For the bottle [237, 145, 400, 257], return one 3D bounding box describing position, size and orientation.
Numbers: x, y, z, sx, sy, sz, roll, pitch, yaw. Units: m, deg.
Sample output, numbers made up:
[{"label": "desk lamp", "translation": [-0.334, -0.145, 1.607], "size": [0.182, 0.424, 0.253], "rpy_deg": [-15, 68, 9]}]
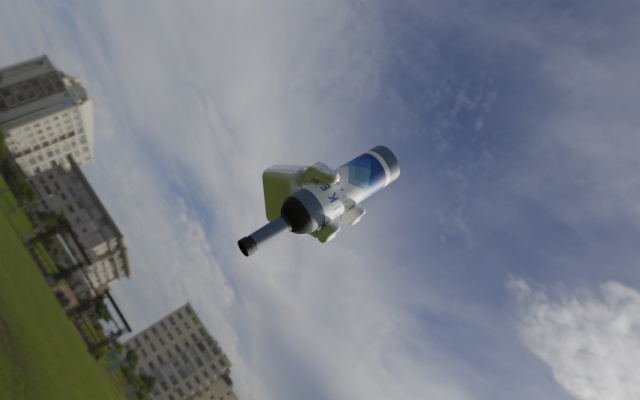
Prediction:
[{"label": "bottle", "translation": [0.000, 0.002, 0.751], "size": [0.295, 0.069, 0.069], "rpy_deg": [-31, 15, -28]}]
